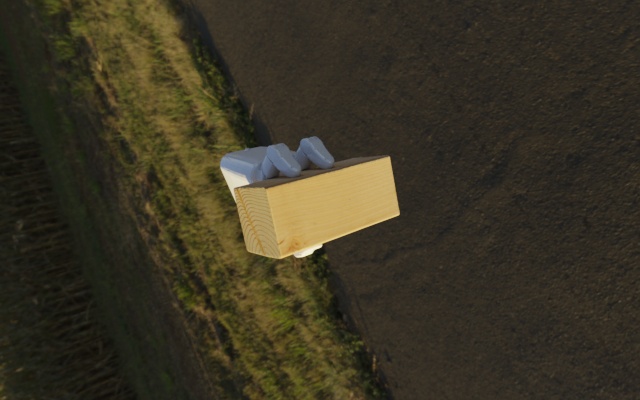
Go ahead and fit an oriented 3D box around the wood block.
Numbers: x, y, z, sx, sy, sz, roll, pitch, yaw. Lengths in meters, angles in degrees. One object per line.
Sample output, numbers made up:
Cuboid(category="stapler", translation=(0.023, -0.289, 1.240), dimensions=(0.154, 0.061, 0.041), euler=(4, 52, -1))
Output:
Cuboid(category="wood block", translation=(0.000, 0.002, 0.656), dimensions=(0.206, 0.091, 0.090), euler=(-17, 11, -34))
